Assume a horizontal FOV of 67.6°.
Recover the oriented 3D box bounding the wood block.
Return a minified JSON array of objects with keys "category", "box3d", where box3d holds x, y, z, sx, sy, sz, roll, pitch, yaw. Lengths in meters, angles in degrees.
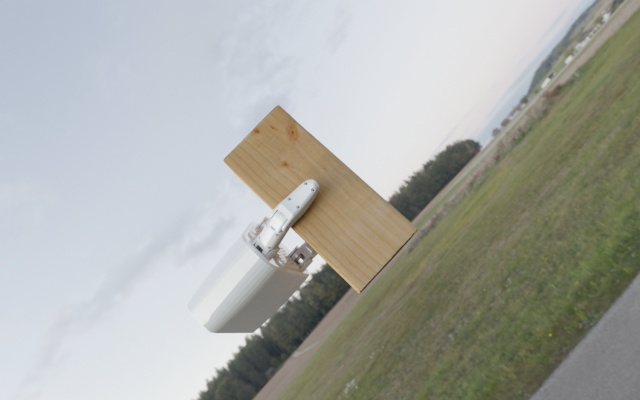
[{"category":"wood block","box3d":[0.000,0.002,0.547,0.206,0.090,0.091,43,-6,11]}]
